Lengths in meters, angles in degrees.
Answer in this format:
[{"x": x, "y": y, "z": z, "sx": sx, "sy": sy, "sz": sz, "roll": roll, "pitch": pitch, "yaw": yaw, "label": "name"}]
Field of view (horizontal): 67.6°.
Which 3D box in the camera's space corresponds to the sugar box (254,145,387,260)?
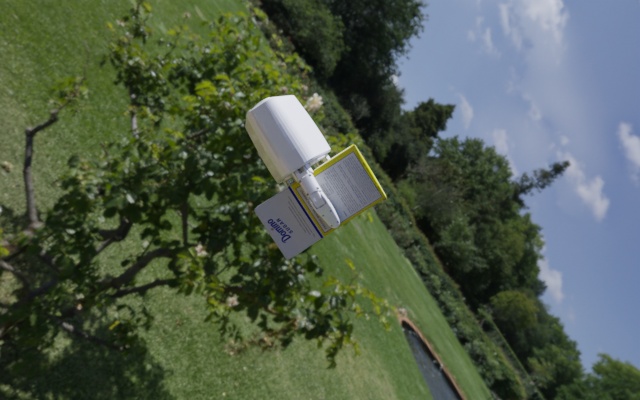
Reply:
[{"x": 0.000, "y": 0.002, "z": 0.711, "sx": 0.176, "sy": 0.093, "sz": 0.048, "roll": -32, "pitch": 5, "yaw": 7, "label": "sugar box"}]
